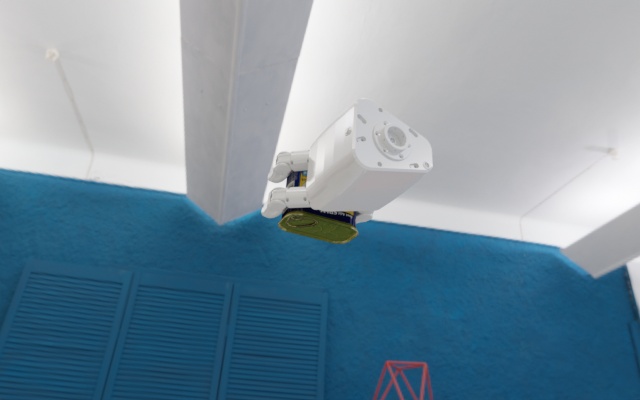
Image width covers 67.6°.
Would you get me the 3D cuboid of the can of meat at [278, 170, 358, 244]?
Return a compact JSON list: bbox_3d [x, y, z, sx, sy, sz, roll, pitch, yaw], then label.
[{"bbox_3d":[0.000,0.002,0.636,0.102,0.084,0.057,15,-30,-19],"label":"can of meat"}]
